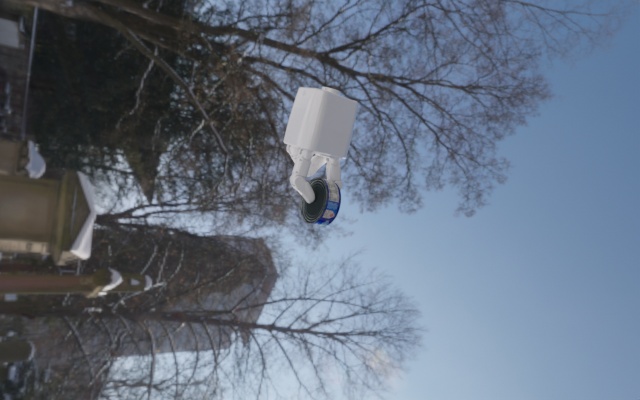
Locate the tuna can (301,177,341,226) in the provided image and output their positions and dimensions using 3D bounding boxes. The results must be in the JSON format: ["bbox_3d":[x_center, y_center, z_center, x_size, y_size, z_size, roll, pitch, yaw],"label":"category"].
[{"bbox_3d":[0.001,0.003,0.864,0.034,0.086,0.086,13,-7,-32],"label":"tuna can"}]
